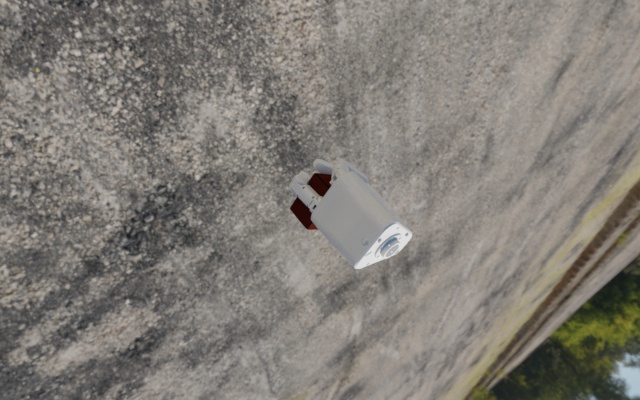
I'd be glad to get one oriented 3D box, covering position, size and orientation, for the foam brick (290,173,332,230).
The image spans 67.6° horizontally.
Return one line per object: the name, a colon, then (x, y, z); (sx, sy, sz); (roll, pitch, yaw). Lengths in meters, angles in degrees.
foam brick: (0.000, 0.003, 0.754); (0.053, 0.078, 0.051); (2, 40, -53)
